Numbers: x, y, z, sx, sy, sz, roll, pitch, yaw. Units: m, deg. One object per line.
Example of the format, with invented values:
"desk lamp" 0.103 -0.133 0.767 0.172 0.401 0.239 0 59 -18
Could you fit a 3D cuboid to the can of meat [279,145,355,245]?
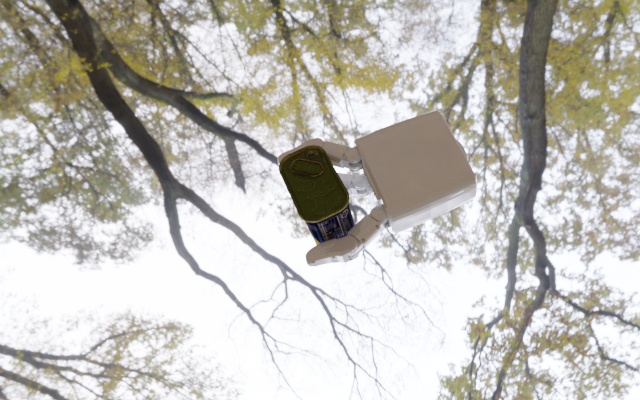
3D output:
"can of meat" 0.000 0.002 0.551 0.057 0.102 0.084 -25 -36 -3
